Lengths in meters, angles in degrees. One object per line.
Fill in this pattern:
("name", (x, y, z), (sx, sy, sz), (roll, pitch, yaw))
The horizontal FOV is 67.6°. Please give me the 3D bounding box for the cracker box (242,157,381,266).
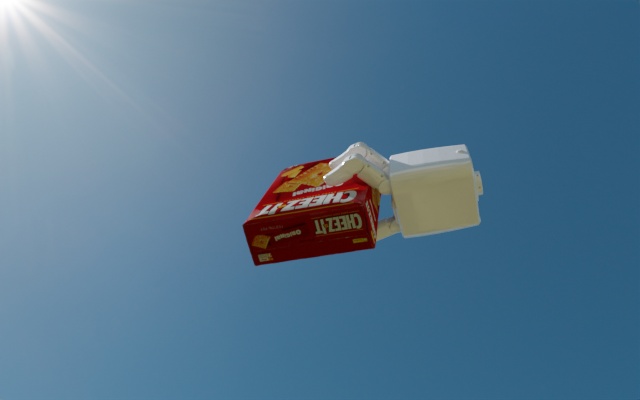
("cracker box", (0.000, 0.002, 0.691), (0.164, 0.072, 0.213), (-11, 21, 15))
